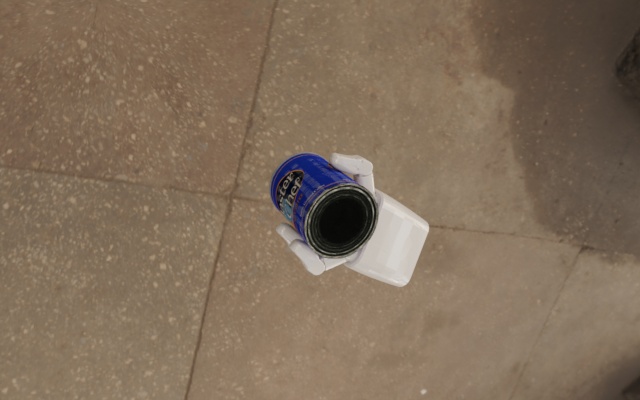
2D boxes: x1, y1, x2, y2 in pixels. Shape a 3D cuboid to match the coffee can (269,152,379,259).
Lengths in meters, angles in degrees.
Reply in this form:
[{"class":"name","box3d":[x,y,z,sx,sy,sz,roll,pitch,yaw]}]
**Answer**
[{"class":"coffee can","box3d":[0.000,0.002,0.647,0.103,0.103,0.140,0,21,-25]}]
